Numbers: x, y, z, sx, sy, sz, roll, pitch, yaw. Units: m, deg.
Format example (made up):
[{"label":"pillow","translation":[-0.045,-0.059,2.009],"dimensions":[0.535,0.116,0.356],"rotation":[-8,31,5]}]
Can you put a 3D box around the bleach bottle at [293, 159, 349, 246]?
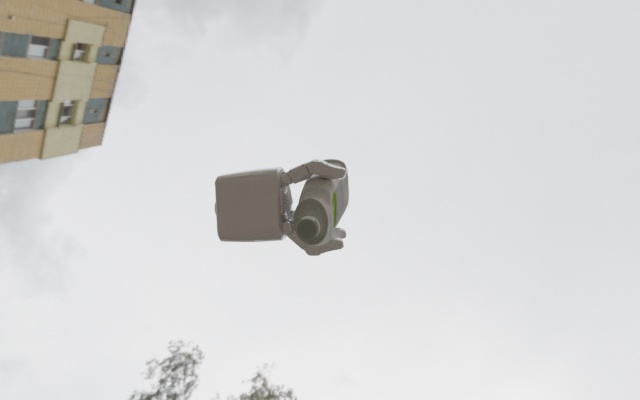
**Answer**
[{"label":"bleach bottle","translation":[0.000,0.003,0.749],"dimensions":[0.068,0.102,0.250],"rotation":[-4,12,10]}]
